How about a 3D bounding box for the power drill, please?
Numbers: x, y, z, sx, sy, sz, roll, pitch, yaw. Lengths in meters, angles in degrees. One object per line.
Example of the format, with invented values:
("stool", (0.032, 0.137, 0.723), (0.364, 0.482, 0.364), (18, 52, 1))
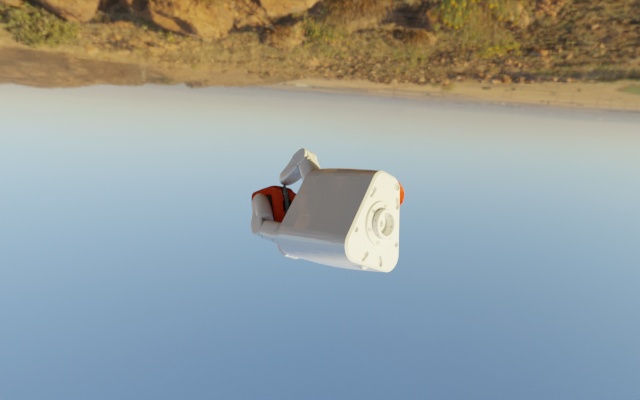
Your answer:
("power drill", (0.000, 0.002, 0.691), (0.187, 0.057, 0.184), (-8, -2, -26))
